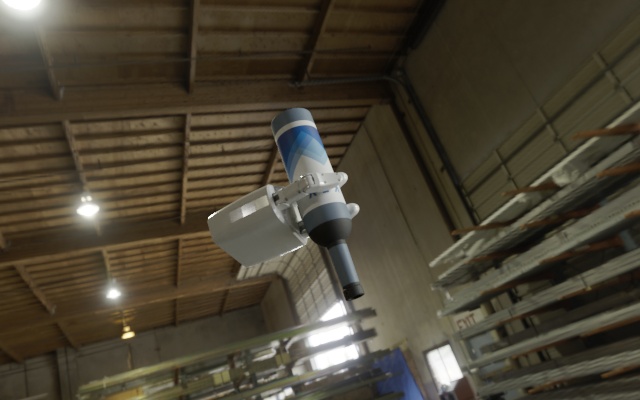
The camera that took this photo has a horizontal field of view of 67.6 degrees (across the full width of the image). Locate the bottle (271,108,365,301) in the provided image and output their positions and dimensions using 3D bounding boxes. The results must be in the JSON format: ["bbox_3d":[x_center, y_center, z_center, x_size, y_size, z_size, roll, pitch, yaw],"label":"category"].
[{"bbox_3d":[0.000,0.002,0.695,0.069,0.295,0.069,-17,-23,-7],"label":"bottle"}]
